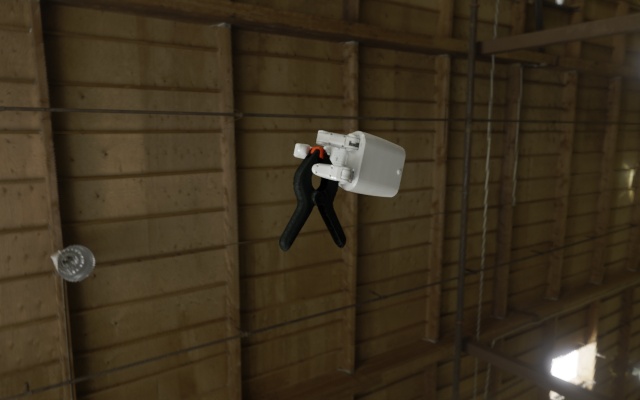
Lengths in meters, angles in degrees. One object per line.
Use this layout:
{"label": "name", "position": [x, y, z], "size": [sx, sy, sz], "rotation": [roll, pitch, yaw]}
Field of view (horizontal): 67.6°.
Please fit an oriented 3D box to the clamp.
{"label": "clamp", "position": [0.000, 0.002, 0.770], "size": [0.120, 0.171, 0.039], "rotation": [11, 1, -38]}
